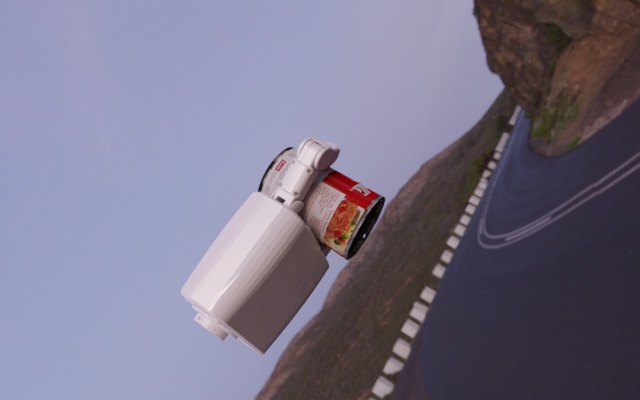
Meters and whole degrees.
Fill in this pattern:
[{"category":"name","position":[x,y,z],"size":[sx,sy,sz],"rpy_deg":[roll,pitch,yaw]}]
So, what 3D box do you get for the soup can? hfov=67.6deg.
[{"category":"soup can","position":[0.000,0.001,0.451],"size":[0.102,0.068,0.068],"rpy_deg":[30,9,16]}]
